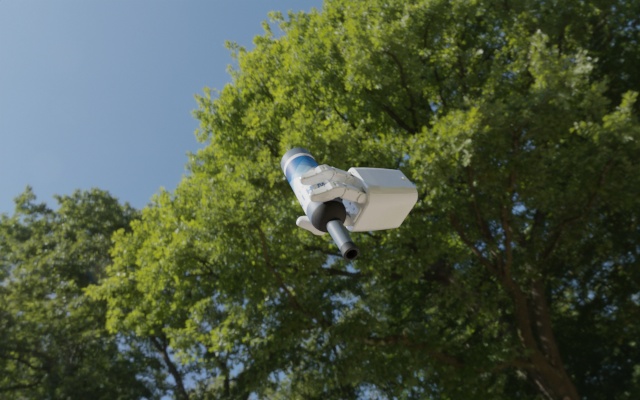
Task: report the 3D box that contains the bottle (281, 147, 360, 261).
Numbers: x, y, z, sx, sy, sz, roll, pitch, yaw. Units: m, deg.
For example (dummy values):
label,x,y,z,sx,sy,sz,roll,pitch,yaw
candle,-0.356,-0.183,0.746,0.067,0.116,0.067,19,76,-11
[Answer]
label,x,y,z,sx,sy,sz,roll,pitch,yaw
bottle,0.000,0.003,0.861,0.069,0.069,0.295,0,34,-24
